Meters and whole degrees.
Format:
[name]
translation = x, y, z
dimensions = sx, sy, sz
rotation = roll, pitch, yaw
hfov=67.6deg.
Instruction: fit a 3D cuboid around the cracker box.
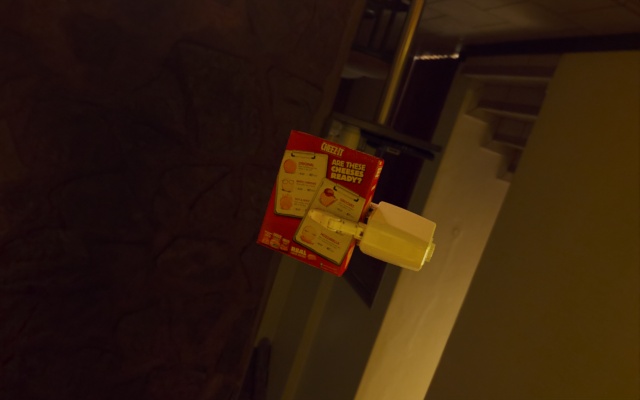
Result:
[cracker box]
translation = 0.000, 0.003, 0.846
dimensions = 0.164, 0.214, 0.072
rotation = 20, 10, 12
